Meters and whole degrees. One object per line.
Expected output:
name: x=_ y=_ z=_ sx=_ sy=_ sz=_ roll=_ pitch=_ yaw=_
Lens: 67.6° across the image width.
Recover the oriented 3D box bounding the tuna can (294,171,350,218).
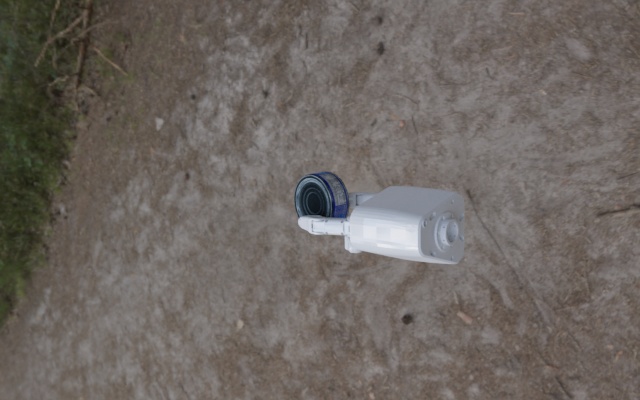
tuna can: x=0.000 y=0.002 z=0.689 sx=0.034 sy=0.086 sz=0.086 roll=-11 pitch=7 yaw=-41
